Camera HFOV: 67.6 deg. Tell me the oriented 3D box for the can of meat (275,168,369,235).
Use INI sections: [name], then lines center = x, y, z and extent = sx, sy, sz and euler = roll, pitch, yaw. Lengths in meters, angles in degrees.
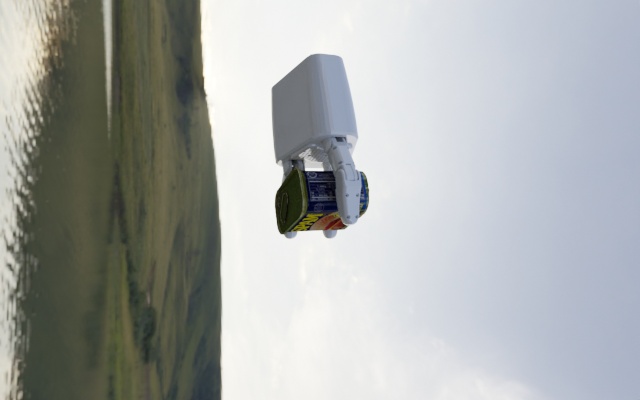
[can of meat]
center = 0.000, 0.002, 0.564
extent = 0.084, 0.057, 0.102
euler = -1, -20, -22
